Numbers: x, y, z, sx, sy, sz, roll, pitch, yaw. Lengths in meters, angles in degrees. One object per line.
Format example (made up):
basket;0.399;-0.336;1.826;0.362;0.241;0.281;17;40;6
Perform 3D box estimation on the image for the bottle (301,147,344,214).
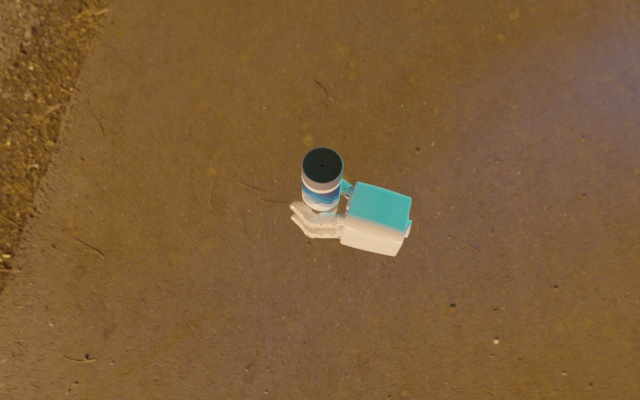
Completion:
bottle;0.000;0.003;0.881;0.069;0.069;0.296;0;-23;-1
